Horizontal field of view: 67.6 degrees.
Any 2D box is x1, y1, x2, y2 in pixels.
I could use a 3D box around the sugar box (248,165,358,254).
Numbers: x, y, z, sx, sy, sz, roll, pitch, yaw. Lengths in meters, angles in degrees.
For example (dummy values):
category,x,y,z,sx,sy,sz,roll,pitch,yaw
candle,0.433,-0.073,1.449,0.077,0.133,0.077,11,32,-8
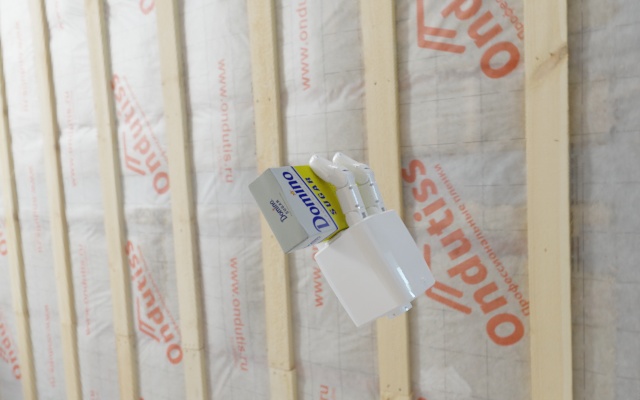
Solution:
category,x,y,z,sx,sy,sz,roll,pitch,yaw
sugar box,0.001,0.002,0.593,0.048,0.093,0.176,-37,-14,29
